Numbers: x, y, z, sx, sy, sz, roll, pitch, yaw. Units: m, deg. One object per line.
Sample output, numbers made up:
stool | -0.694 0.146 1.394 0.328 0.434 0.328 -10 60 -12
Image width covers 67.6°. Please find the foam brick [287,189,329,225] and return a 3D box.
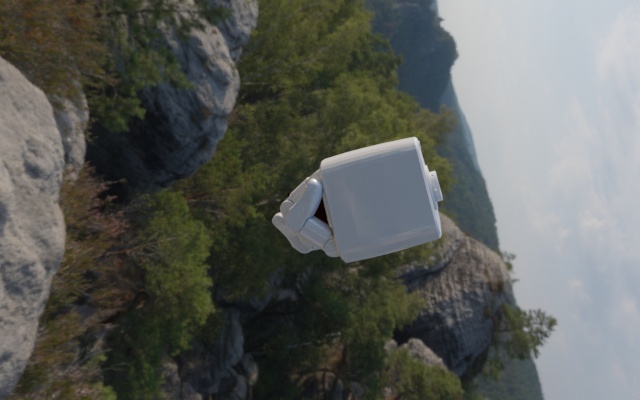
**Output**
foam brick | 0.000 0.002 0.588 0.051 0.053 0.078 -15 10 15
